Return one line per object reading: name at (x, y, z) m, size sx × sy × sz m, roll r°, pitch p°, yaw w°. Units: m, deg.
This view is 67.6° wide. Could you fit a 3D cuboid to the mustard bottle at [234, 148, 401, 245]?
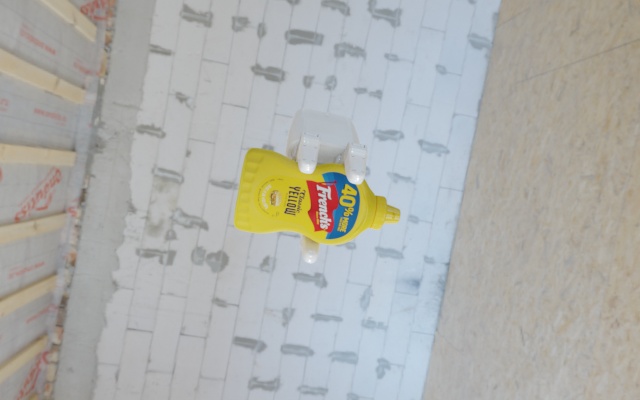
mustard bottle at (0.000, 0.002, 0.561) m, size 0.191 × 0.096 × 0.058 m, roll 10°, pitch 9°, yaw -7°
